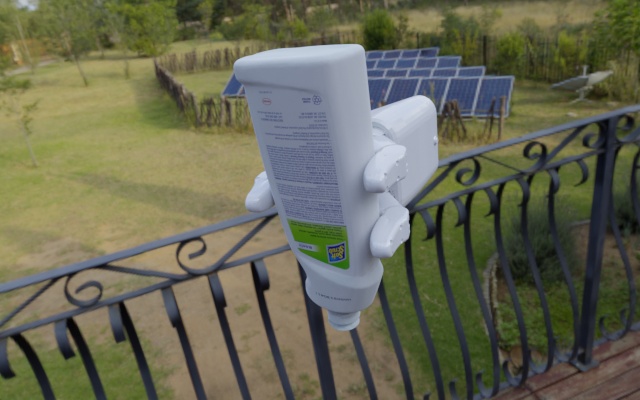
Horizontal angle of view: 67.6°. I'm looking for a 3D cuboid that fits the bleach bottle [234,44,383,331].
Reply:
[{"bbox_3d":[0.000,0.001,0.411,0.102,0.251,0.068,9,29,33],"label":"bleach bottle"}]
